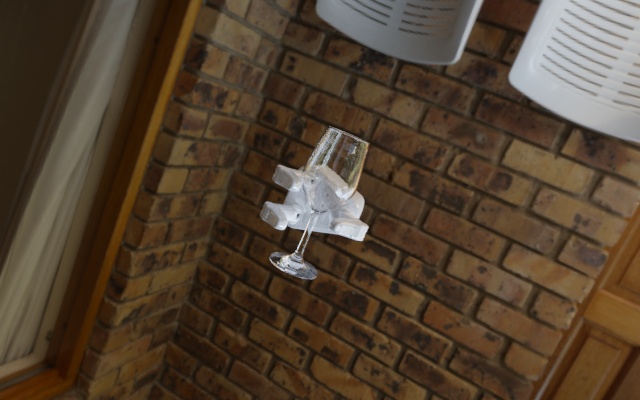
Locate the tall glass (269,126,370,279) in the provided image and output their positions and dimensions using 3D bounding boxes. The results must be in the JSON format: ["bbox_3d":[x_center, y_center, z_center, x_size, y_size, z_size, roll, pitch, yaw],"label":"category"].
[{"bbox_3d":[0.000,0.003,0.655,0.079,0.201,0.079,22,11,-5],"label":"tall glass"}]
